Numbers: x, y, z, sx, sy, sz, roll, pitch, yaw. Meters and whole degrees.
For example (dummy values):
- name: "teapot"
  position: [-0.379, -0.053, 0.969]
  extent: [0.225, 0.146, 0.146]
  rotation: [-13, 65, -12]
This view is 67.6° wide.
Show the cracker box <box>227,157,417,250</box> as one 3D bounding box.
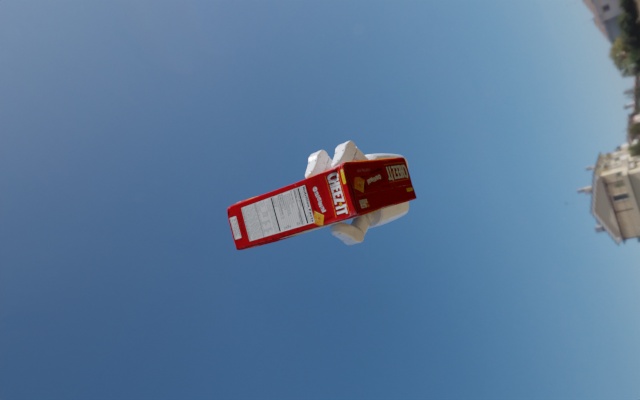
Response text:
- name: "cracker box"
  position: [0.000, 0.002, 0.673]
  extent: [0.214, 0.072, 0.164]
  rotation: [-19, -4, 36]
